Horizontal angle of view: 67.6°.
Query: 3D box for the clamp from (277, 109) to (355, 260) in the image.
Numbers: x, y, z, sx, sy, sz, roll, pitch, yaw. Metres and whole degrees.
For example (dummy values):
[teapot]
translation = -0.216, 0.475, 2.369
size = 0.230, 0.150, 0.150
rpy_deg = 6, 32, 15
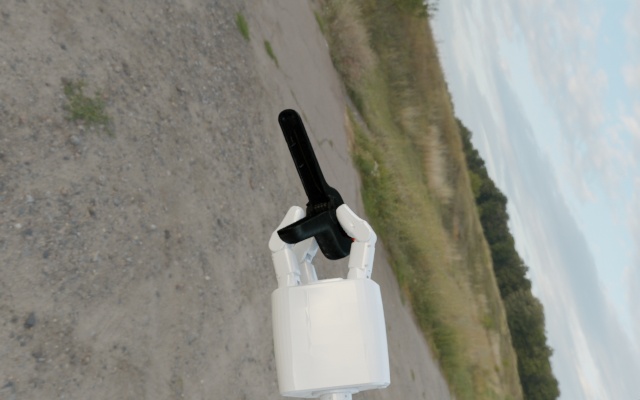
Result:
[clamp]
translation = 0.001, 0.002, 0.568
size = 0.036, 0.164, 0.210
rpy_deg = -14, -27, 18
